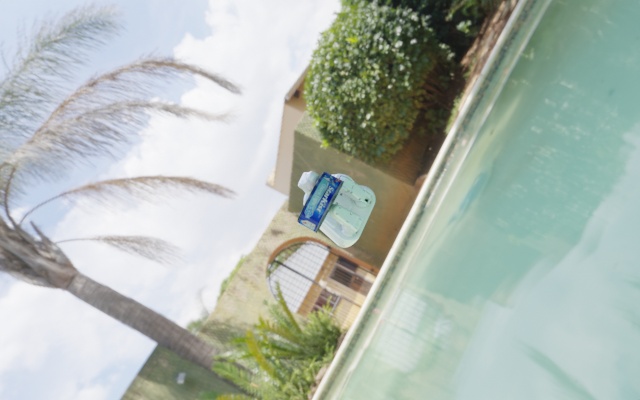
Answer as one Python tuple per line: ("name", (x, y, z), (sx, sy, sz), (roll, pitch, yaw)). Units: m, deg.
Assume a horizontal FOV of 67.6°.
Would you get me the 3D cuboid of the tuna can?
("tuna can", (0.000, 0.002, 0.694), (0.034, 0.086, 0.086), (28, 1, 3))
